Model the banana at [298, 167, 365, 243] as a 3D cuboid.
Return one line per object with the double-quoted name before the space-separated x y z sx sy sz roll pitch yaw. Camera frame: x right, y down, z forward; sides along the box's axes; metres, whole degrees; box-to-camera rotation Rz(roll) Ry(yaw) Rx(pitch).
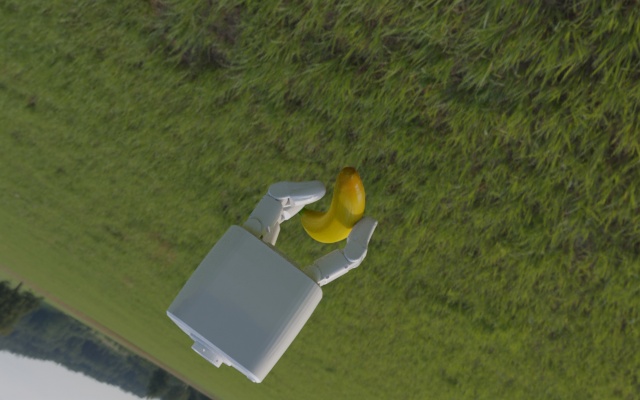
"banana" 0.012 0.015 0.553 0.069 0.037 0.198 44 -23 -7
